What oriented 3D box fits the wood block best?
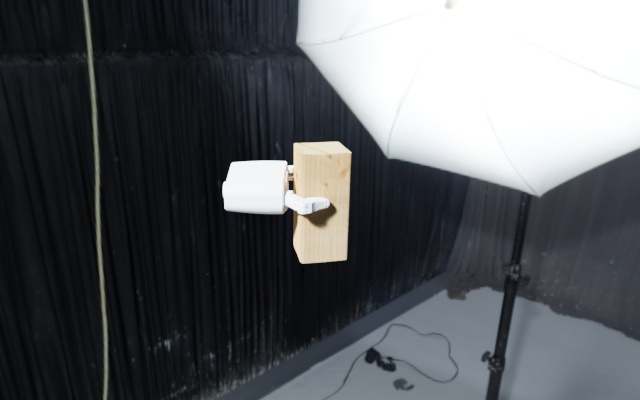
[{"bbox_3d":[0.000,0.003,0.888,0.090,0.206,0.090,-3,20,-12],"label":"wood block"}]
